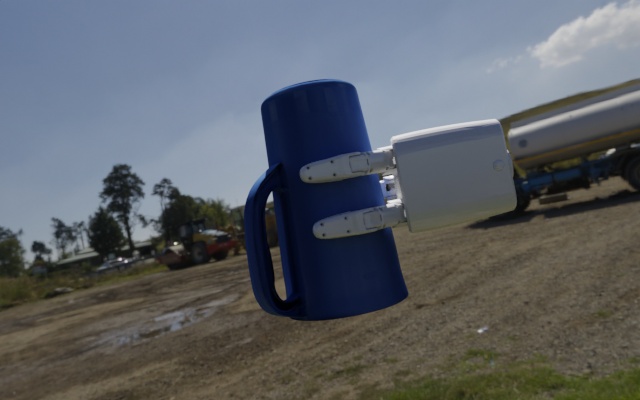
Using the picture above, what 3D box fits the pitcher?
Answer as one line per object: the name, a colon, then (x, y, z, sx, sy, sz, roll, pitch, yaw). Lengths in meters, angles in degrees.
pitcher: (0.000, 0.002, 0.514, 0.145, 0.243, 0.149, -11, -1, 9)
